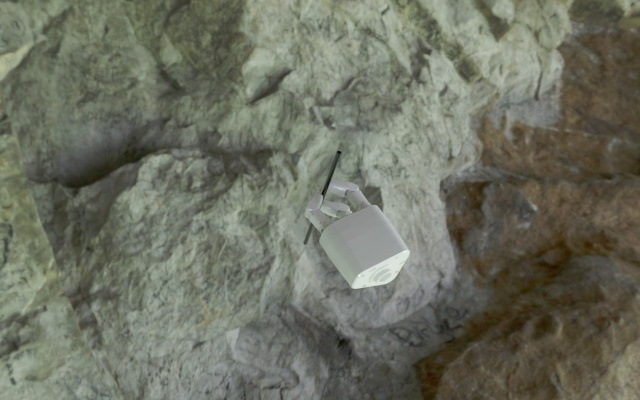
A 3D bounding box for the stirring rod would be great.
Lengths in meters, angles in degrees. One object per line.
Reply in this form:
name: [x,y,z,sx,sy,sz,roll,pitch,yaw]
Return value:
stirring rod: [0.000,0.003,0.877,0.011,0.011,0.240,0,-44,-21]
